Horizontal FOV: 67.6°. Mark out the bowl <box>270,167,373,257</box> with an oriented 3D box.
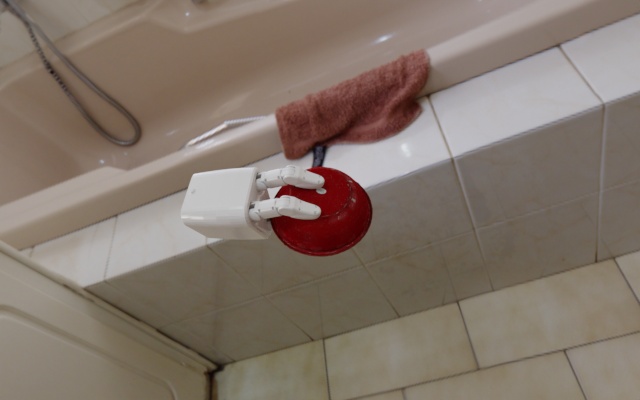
[{"bbox_3d":[0.001,0.002,0.727,0.162,0.162,0.055,0,-35,2],"label":"bowl"}]
